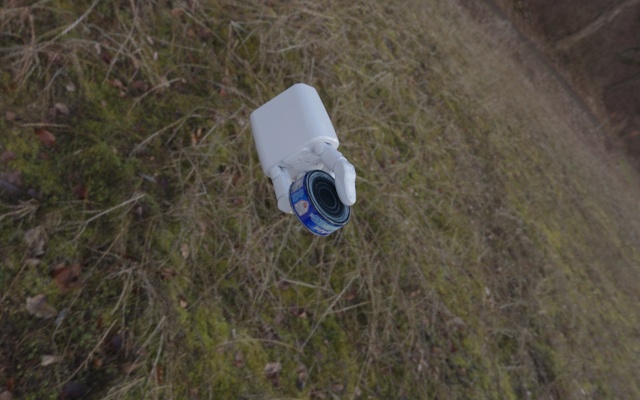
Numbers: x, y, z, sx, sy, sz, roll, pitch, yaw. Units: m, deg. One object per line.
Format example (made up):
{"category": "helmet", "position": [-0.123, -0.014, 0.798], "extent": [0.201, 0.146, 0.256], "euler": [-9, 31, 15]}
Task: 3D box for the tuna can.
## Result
{"category": "tuna can", "position": [0.001, 0.002, 0.631], "extent": [0.034, 0.086, 0.086], "euler": [-33, -19, 32]}
